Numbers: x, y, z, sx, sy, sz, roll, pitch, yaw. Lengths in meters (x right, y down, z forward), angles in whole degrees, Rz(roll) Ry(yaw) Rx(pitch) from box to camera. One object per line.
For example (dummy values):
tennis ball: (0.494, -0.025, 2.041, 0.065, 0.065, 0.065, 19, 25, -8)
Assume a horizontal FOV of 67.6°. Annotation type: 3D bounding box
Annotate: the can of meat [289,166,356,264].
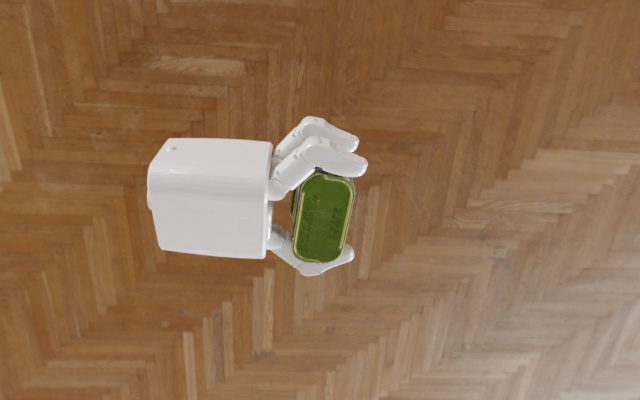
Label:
can of meat: (0.000, 0.002, 0.485, 0.057, 0.102, 0.084, 7, 26, -6)
